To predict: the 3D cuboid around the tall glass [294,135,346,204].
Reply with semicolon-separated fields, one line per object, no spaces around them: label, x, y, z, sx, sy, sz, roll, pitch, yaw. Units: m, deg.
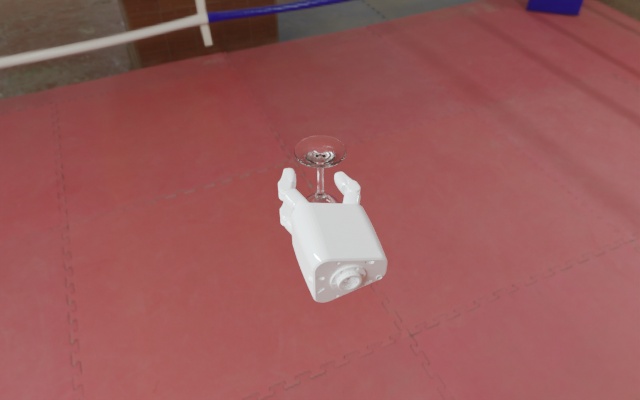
tall glass;0.000;0.002;0.743;0.079;0.201;0.079;0;43;0
